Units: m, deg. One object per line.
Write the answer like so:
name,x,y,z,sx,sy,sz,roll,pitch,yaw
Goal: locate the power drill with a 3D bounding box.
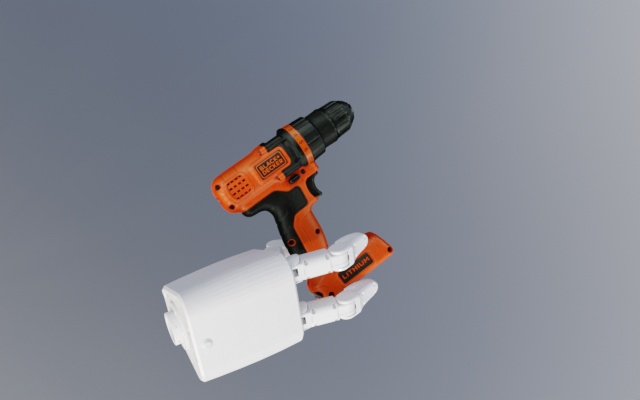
power drill,0.000,0.002,0.541,0.184,0.187,0.057,-36,7,-11
